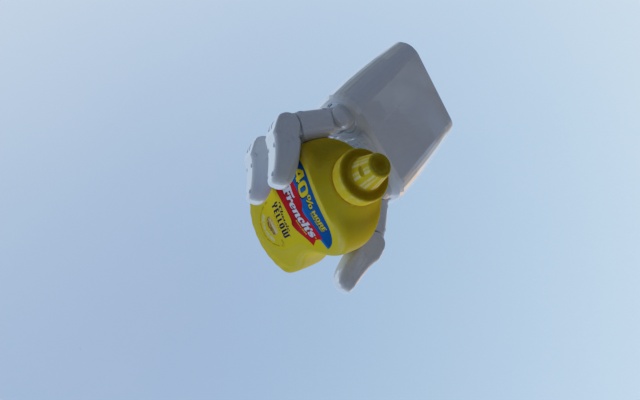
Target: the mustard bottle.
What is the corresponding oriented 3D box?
[{"bbox_3d":[0.000,0.002,0.403,0.058,0.096,0.192,-18,-7,-30],"label":"mustard bottle"}]
